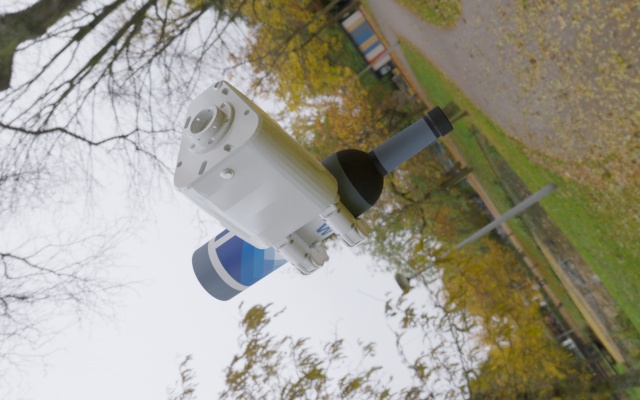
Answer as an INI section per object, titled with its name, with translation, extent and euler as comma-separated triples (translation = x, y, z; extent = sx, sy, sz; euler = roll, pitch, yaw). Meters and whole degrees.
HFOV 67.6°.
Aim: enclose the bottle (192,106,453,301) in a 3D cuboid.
[bottle]
translation = 0.000, 0.002, 0.487
extent = 0.296, 0.069, 0.069
euler = -34, -10, 15
